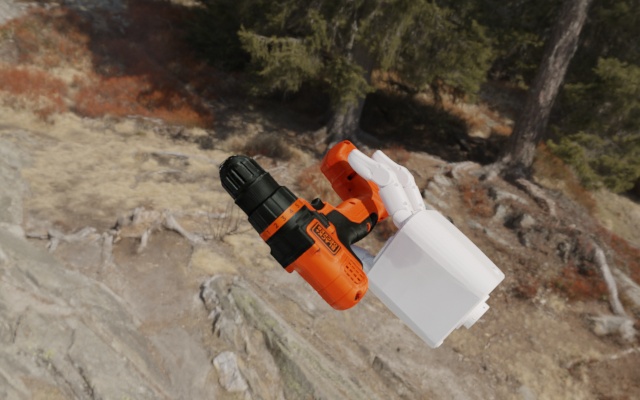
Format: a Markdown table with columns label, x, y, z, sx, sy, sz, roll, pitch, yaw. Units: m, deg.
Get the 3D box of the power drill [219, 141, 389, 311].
| label | x | y | z | sx | sy | sz | roll | pitch | yaw |
| --- | --- | --- | --- | --- | --- | --- | --- | --- | --- |
| power drill | 0.000 | 0.002 | 0.511 | 0.057 | 0.184 | 0.187 | -40 | 3 | 37 |
